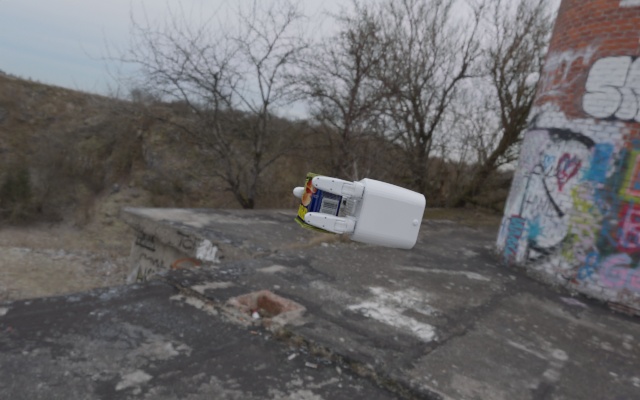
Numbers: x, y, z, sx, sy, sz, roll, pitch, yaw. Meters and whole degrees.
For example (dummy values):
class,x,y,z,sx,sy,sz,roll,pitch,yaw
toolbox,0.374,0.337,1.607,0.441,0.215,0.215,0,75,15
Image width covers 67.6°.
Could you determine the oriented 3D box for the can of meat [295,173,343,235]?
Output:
class,x,y,z,sx,sy,sz,roll,pitch,yaw
can of meat,0.000,0.002,0.765,0.057,0.084,0.102,13,4,-13
